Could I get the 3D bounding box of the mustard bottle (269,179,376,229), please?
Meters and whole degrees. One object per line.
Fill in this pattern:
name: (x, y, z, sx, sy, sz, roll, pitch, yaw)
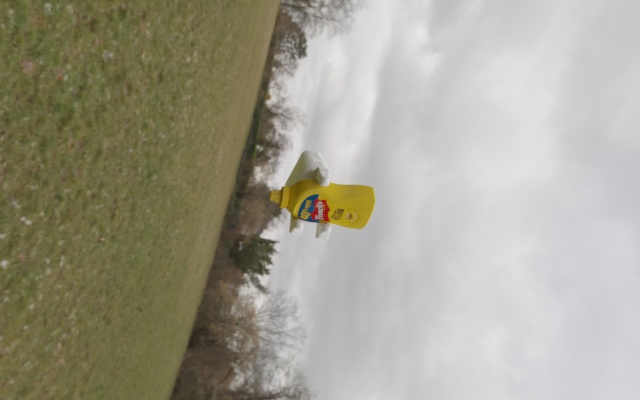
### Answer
mustard bottle: (0.000, 0.003, 0.896, 0.191, 0.058, 0.096, 8, -41, -11)
